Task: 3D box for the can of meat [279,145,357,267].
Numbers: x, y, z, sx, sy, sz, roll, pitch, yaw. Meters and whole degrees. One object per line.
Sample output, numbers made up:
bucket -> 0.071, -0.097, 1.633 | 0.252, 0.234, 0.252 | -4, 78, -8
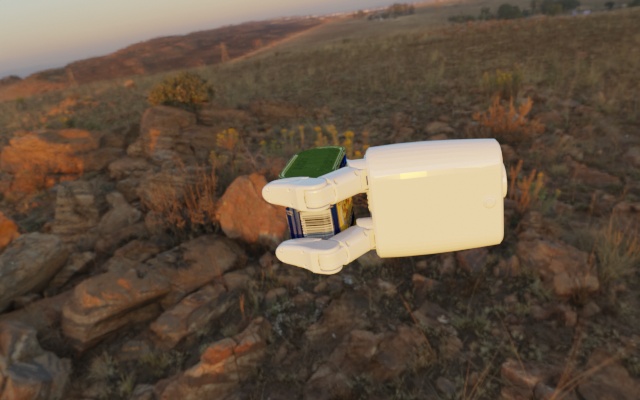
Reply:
can of meat -> 0.000, 0.001, 0.453 | 0.057, 0.084, 0.102 | -5, 22, 12
